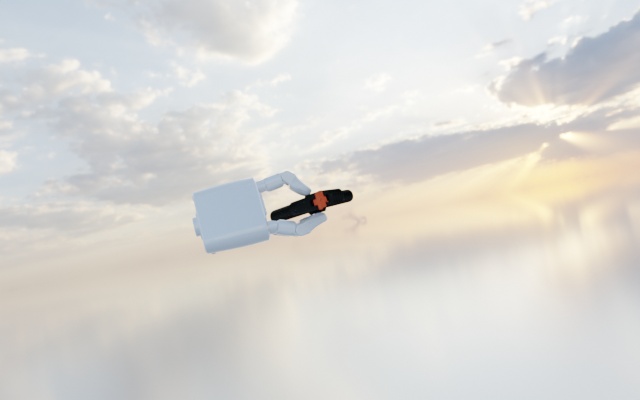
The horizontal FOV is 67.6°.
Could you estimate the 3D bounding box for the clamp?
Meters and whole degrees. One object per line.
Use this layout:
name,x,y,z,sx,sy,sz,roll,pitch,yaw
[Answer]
clamp,0.000,0.002,0.835,0.164,0.036,0.210,-17,-2,-13
